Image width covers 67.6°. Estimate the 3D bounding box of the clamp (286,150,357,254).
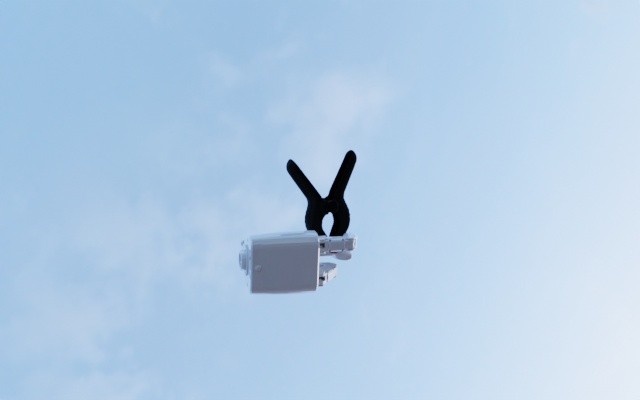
[{"bbox_3d":[0.000,0.003,0.777,0.120,0.171,0.039,-1,8,-18],"label":"clamp"}]
